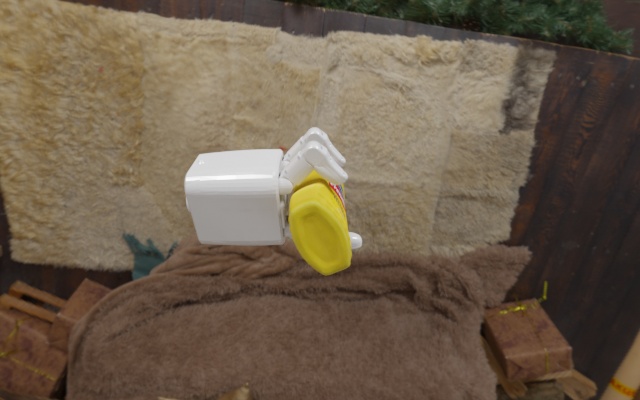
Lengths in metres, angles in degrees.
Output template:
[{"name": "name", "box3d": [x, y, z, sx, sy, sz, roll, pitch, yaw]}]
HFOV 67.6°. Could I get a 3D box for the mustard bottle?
[{"name": "mustard bottle", "box3d": [0.000, 0.002, 0.590, 0.058, 0.096, 0.191, -24, 23, 11]}]
